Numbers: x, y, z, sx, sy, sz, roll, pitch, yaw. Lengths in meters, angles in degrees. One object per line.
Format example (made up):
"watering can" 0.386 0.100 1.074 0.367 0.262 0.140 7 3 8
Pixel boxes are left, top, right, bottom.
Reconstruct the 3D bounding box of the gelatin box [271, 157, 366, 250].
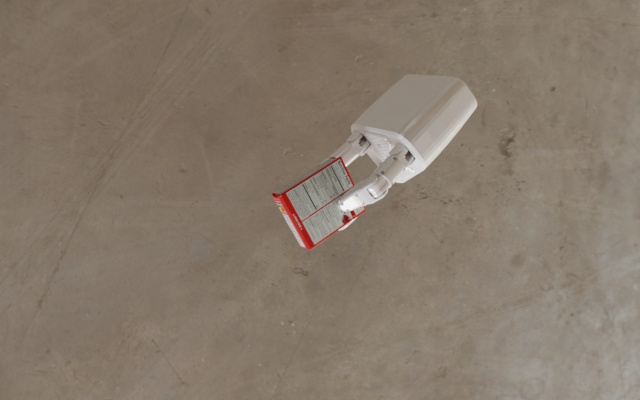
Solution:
"gelatin box" 0.000 0.002 0.549 0.089 0.073 0.030 -34 17 -20
